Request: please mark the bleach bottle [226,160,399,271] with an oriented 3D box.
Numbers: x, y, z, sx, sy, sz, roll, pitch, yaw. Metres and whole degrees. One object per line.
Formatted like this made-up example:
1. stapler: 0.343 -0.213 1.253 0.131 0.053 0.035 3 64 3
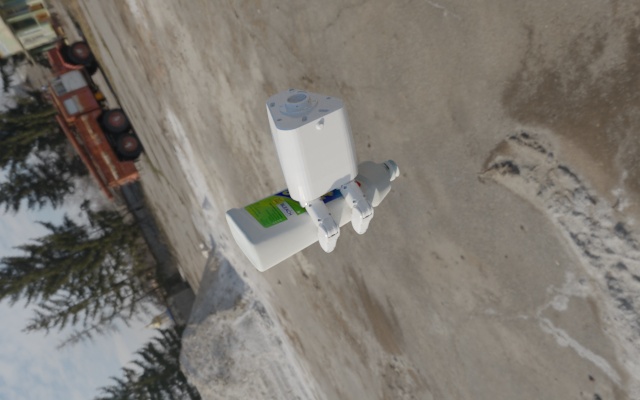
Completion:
1. bleach bottle: 0.000 0.002 0.680 0.251 0.068 0.102 -28 39 -19
